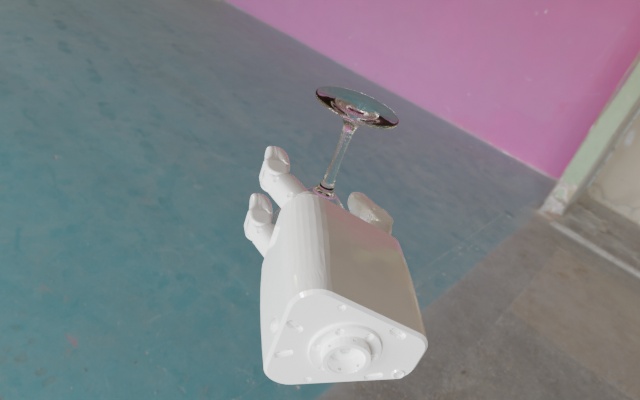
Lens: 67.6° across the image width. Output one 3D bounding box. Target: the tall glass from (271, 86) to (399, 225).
[{"bbox_3d":[0.000,0.001,0.448,0.079,0.201,0.079,16,30,-9],"label":"tall glass"}]
